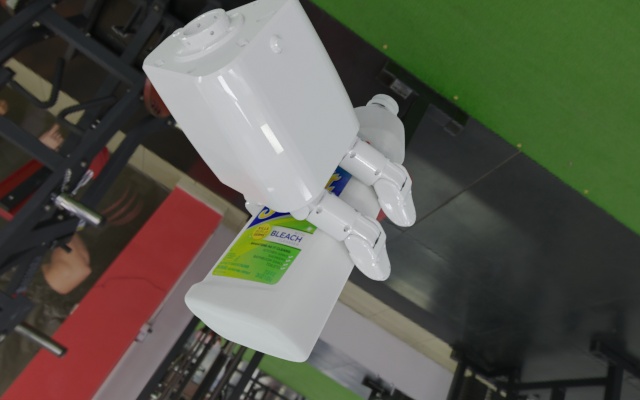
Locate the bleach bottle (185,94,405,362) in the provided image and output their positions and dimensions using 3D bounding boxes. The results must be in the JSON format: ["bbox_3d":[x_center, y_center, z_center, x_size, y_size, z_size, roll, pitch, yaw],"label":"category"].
[{"bbox_3d":[0.000,0.001,0.401,0.102,0.250,0.068,4,-39,37],"label":"bleach bottle"}]
